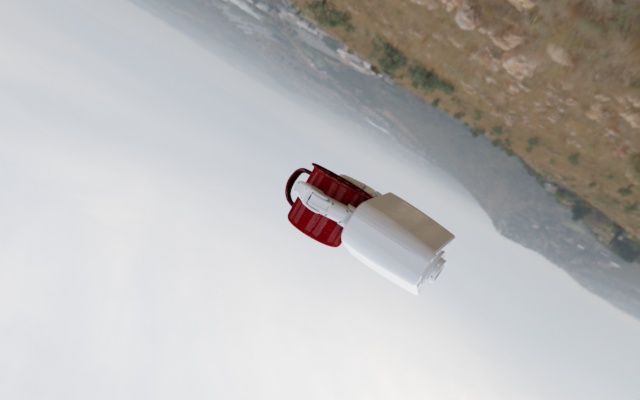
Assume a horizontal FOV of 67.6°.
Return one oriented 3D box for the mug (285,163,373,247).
[{"bbox_3d":[-0.001,0.002,0.632,0.117,0.081,0.093,33,8,23],"label":"mug"}]
